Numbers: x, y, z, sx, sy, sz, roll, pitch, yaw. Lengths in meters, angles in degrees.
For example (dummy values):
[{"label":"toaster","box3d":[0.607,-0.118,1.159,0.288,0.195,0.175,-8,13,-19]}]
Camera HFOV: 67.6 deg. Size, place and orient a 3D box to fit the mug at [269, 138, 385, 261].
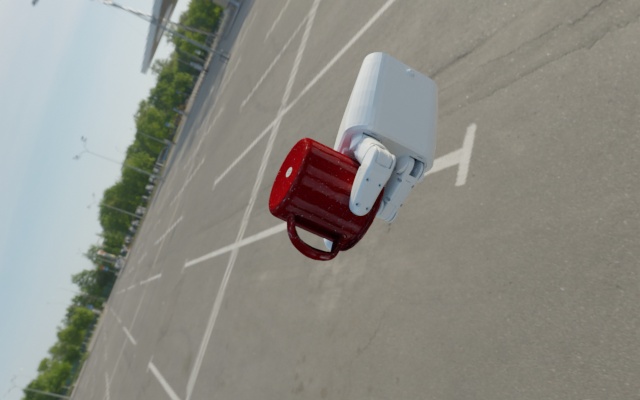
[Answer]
[{"label":"mug","box3d":[0.000,0.003,0.454,0.081,0.117,0.093,25,-33,-18]}]
